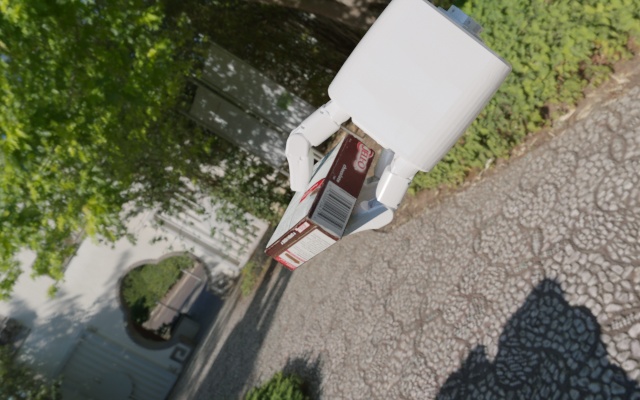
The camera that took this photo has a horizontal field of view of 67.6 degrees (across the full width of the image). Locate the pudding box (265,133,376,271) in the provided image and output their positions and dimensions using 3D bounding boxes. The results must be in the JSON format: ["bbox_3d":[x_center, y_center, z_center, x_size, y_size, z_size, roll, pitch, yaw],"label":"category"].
[{"bbox_3d":[0.000,0.001,0.455,0.039,0.113,0.090,36,-38,-11],"label":"pudding box"}]
